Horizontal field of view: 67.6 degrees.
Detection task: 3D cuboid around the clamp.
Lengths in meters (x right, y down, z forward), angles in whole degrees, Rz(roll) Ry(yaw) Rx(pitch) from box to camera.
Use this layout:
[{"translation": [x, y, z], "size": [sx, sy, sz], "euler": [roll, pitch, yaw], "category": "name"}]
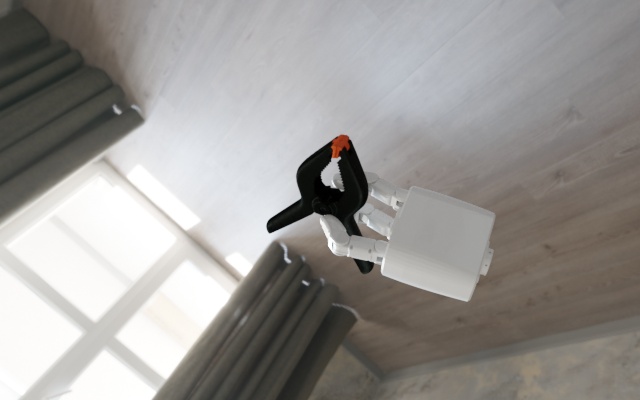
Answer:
[{"translation": [0.000, 0.002, 0.621], "size": [0.164, 0.210, 0.036], "euler": [16, 45, 15], "category": "clamp"}]
